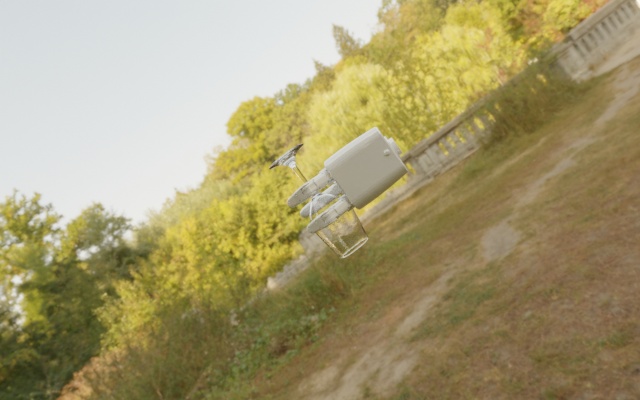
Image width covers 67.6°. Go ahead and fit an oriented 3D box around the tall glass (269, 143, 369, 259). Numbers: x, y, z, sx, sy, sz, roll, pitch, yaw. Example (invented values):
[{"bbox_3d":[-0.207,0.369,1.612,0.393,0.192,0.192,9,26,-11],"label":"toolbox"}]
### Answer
[{"bbox_3d":[0.000,0.002,0.826,0.079,0.201,0.079,-36,0,0],"label":"tall glass"}]
